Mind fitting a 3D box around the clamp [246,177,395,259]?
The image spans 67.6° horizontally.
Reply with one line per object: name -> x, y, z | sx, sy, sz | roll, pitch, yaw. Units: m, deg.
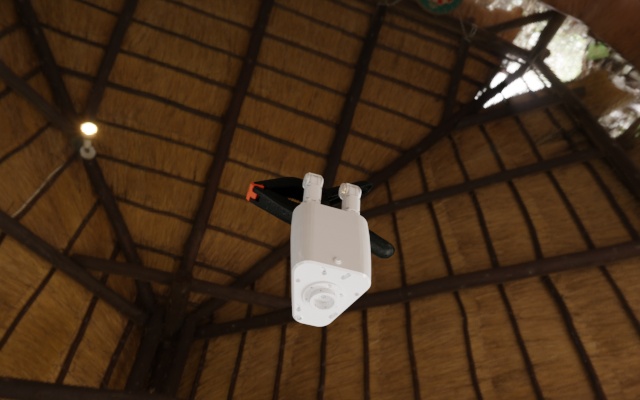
clamp -> -0.001, 0.003, 0.692 | 0.210, 0.036, 0.164 | 16, 33, -11
